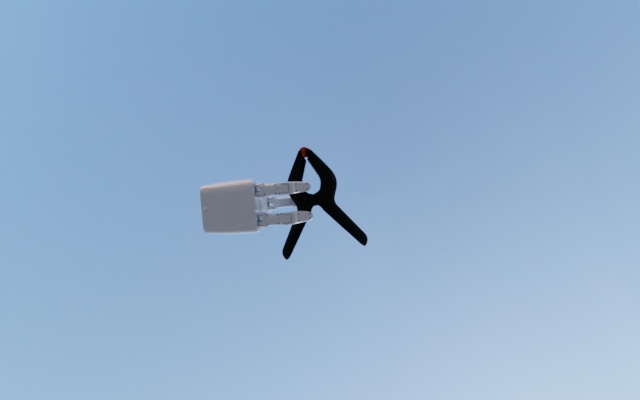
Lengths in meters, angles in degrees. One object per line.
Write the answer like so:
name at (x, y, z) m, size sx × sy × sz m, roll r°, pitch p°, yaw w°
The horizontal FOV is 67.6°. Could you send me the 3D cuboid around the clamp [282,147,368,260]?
clamp at (0.000, 0.002, 0.895) m, size 0.164 × 0.210 × 0.036 m, roll -4°, pitch 2°, yaw 11°
